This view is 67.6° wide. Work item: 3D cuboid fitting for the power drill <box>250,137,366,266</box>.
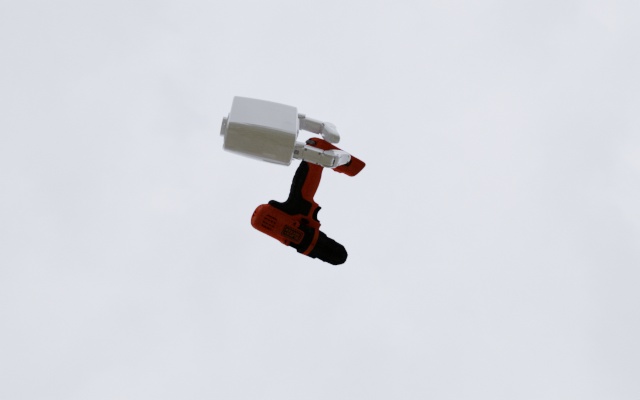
[{"bbox_3d":[0.000,0.002,0.803,0.184,0.187,0.057,28,-1,-22],"label":"power drill"}]
